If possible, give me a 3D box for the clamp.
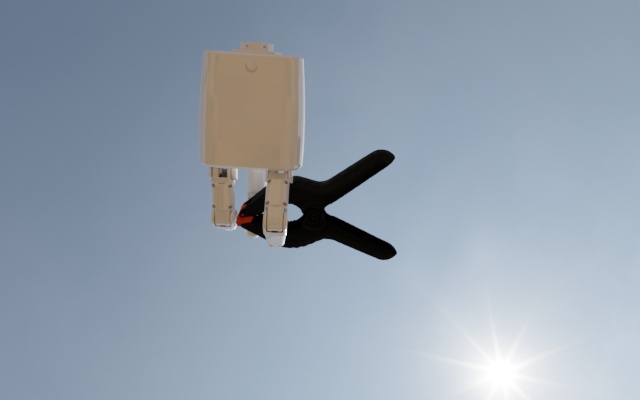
[{"bbox_3d":[0.000,0.002,0.493,0.171,0.120,0.039,4,16,-2],"label":"clamp"}]
